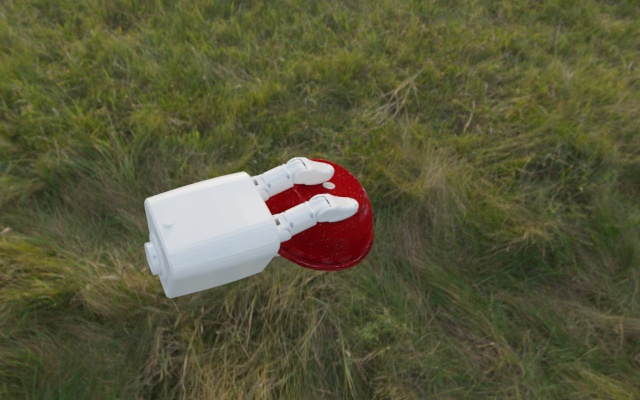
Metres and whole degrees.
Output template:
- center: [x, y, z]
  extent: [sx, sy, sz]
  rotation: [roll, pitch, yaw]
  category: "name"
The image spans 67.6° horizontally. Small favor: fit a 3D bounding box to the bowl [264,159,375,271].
- center: [0.001, 0.001, 0.563]
  extent: [0.162, 0.162, 0.055]
  rotation: [0, -42, -28]
  category: "bowl"
